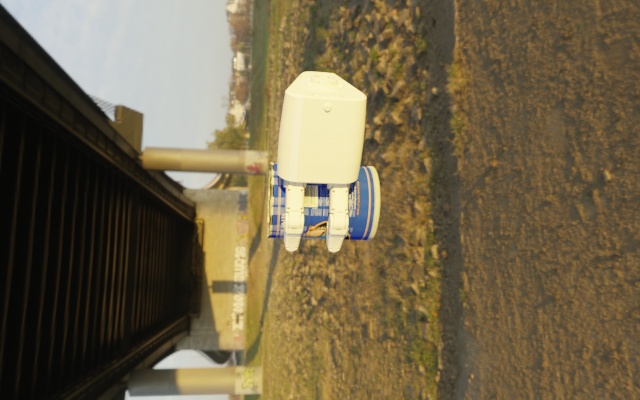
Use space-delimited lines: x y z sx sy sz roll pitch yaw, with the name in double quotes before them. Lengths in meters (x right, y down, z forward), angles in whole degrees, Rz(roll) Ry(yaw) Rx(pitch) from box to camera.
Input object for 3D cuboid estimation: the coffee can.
"coffee can" 0.000 0.002 0.647 0.140 0.103 0.103 2 0 -8
